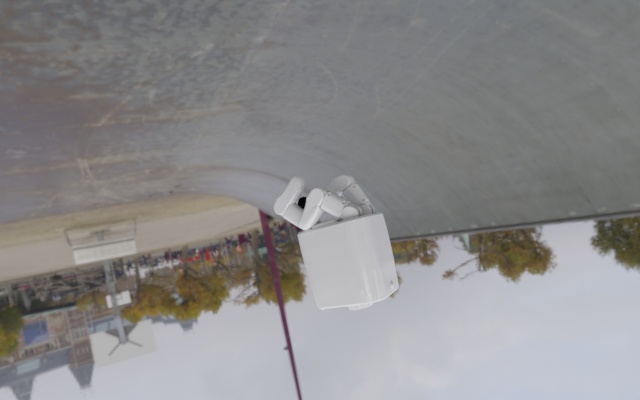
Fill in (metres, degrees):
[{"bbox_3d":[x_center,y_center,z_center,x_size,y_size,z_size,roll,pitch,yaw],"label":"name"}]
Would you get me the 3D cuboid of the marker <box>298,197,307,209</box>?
[{"bbox_3d":[0.000,0.002,0.700,0.020,0.020,0.121,0,2,25],"label":"marker"}]
